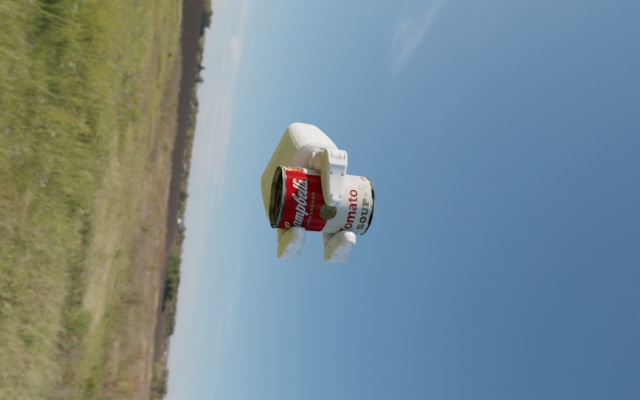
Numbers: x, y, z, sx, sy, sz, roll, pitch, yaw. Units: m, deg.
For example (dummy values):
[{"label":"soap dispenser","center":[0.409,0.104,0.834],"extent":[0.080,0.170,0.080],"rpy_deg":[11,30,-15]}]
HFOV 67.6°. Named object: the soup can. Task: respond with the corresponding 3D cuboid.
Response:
[{"label":"soup can","center":[0.000,0.002,0.524],"extent":[0.102,0.068,0.068],"rpy_deg":[7,-2,-17]}]
